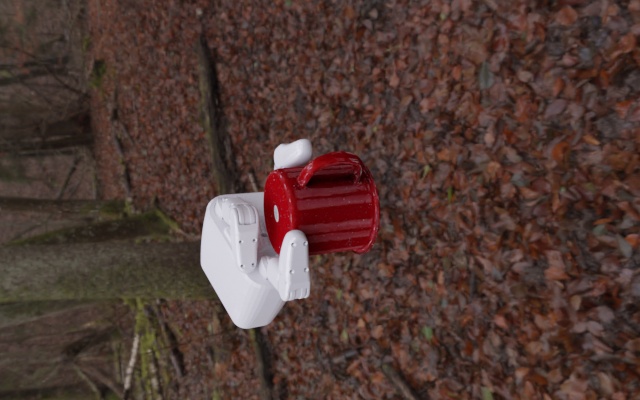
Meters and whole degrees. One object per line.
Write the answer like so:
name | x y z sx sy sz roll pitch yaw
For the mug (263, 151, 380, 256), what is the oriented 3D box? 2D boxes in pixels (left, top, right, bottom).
mug | 0.000 0.001 0.432 0.081 0.093 0.117 -5 -36 -24
